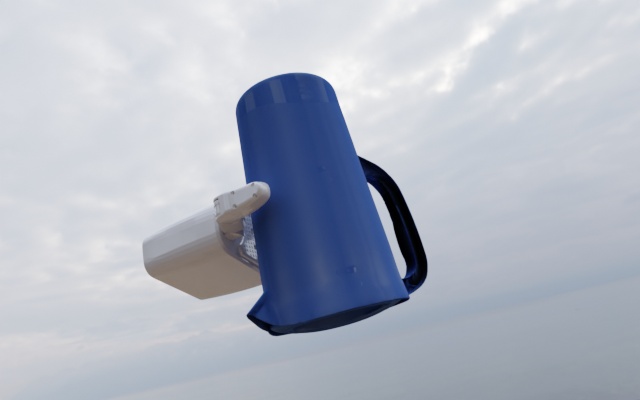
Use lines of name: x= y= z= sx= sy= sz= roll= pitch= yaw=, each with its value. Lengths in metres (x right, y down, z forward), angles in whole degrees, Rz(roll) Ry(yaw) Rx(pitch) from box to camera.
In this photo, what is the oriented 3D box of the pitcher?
pitcher: x=0.000 y=0.002 z=0.475 sx=0.145 sy=0.242 sz=0.149 roll=-21 pitch=-19 yaw=21
